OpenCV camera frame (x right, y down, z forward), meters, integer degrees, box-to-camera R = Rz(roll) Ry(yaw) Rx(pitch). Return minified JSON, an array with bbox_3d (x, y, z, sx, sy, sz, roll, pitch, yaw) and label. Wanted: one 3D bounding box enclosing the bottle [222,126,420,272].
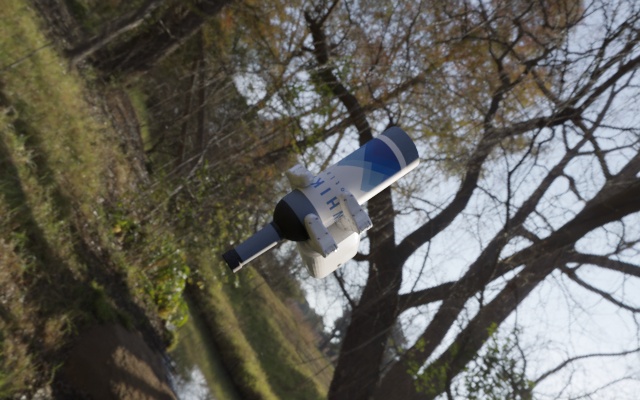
[{"bbox_3d":[0.000,0.002,0.645,0.295,0.069,0.069,-34,9,-14],"label":"bottle"}]
